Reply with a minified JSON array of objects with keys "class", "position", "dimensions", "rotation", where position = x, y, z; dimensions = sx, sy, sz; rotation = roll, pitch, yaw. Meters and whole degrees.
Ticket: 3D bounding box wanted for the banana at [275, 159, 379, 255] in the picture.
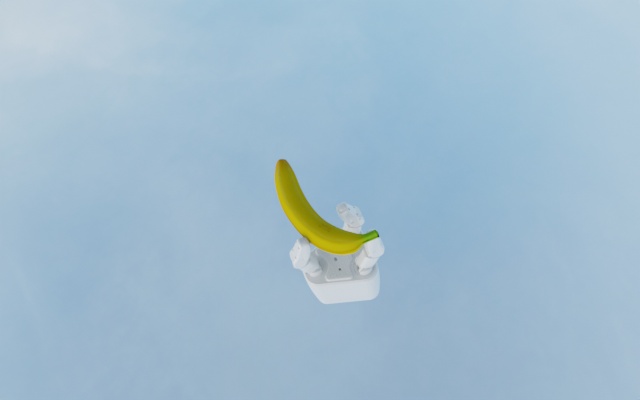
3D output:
[{"class":"banana","position":[-0.010,0.018,0.670],"dimensions":[0.197,0.069,0.037],"rotation":[39,-7,26]}]
